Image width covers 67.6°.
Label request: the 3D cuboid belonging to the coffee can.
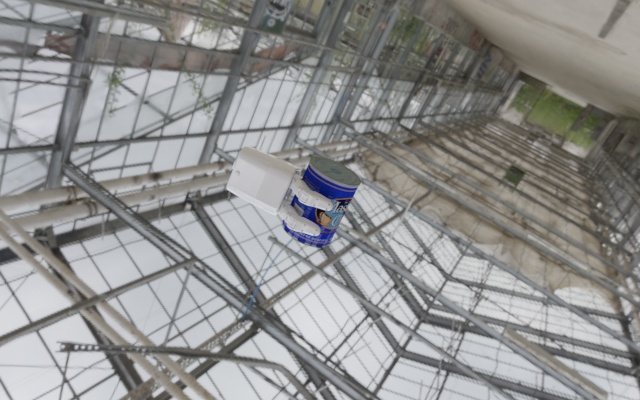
[{"bbox_3d":[0.000,0.003,0.897,0.103,0.140,0.102,22,22,-9],"label":"coffee can"}]
